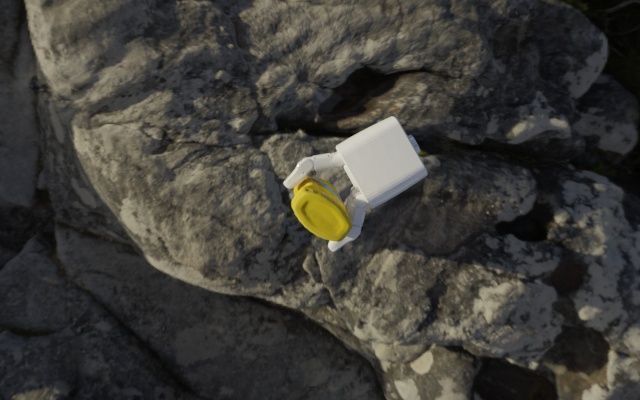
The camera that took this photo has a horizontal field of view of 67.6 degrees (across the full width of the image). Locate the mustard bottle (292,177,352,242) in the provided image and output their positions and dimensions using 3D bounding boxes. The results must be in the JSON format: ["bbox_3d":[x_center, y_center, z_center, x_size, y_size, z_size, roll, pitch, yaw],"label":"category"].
[{"bbox_3d":[0.000,0.003,0.790,0.096,0.058,0.191,35,10,-9],"label":"mustard bottle"}]
